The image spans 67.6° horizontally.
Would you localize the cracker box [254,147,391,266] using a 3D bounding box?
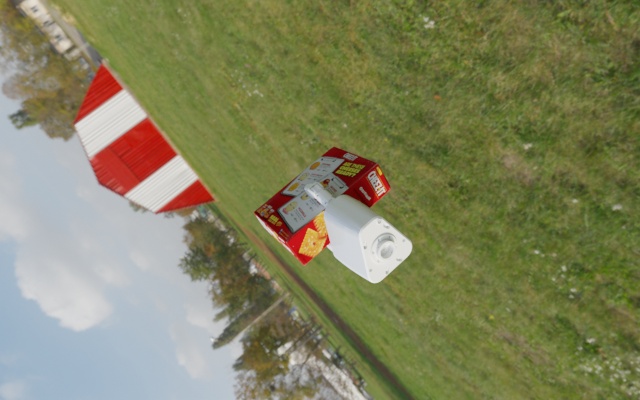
[{"bbox_3d":[0.000,0.003,0.895,0.213,0.072,0.164,-40,31,-11],"label":"cracker box"}]
